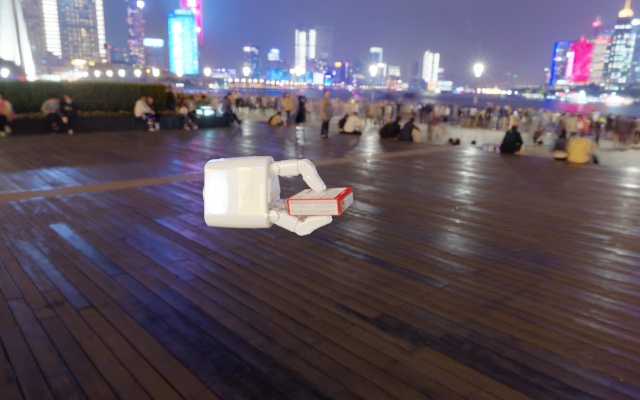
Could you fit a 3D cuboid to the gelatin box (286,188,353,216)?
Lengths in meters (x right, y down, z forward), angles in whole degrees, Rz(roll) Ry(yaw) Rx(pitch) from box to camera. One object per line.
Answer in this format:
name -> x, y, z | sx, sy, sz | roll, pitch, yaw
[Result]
gelatin box -> 0.000, 0.002, 0.766 | 0.089, 0.030, 0.073 | -2, 13, 22
